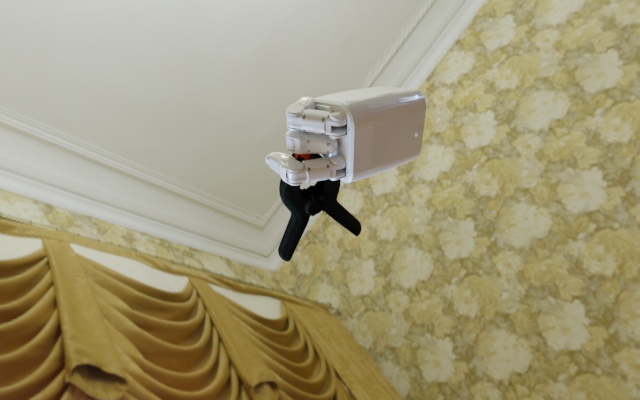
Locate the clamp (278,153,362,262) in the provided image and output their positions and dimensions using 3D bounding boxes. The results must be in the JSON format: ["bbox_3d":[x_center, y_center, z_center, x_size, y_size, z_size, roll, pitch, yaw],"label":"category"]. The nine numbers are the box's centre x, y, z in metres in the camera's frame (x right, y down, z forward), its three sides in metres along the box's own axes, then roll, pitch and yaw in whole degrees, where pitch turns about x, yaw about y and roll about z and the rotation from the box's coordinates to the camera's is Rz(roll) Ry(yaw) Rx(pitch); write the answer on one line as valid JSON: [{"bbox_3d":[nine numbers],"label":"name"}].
[{"bbox_3d":[0.000,0.002,0.621,0.120,0.172,0.039,-16,42,-21],"label":"clamp"}]
